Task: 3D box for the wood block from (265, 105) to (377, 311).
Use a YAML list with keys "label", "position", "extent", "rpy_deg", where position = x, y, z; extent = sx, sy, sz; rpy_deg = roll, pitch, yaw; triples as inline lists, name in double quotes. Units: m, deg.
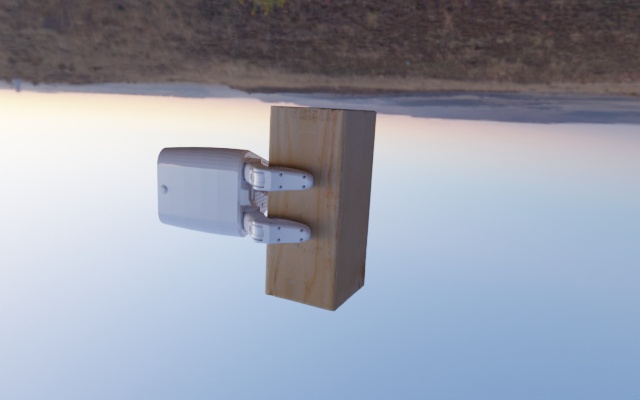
- label: "wood block"
  position: [0.000, 0.002, 0.531]
  extent: [0.090, 0.206, 0.091]
  rpy_deg: [8, 13, 24]
